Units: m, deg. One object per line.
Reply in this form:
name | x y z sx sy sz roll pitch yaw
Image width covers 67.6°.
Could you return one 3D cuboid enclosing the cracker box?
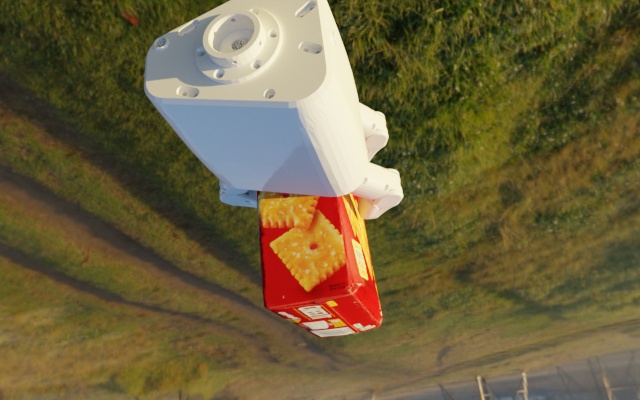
cracker box | 0.000 0.002 0.426 0.072 0.213 0.164 -11 -25 10
